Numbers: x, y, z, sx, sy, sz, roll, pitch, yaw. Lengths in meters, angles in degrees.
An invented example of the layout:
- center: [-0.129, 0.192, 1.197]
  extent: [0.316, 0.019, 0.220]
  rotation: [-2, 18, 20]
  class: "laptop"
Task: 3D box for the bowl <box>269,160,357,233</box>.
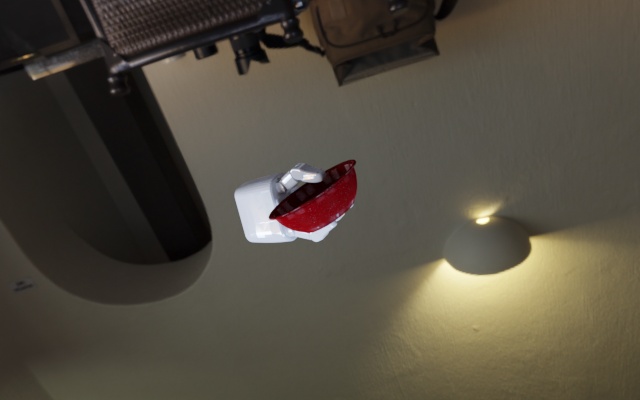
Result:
- center: [0.001, 0.003, 0.744]
  extent: [0.162, 0.055, 0.162]
  rotation: [-33, 11, 7]
  class: "bowl"
